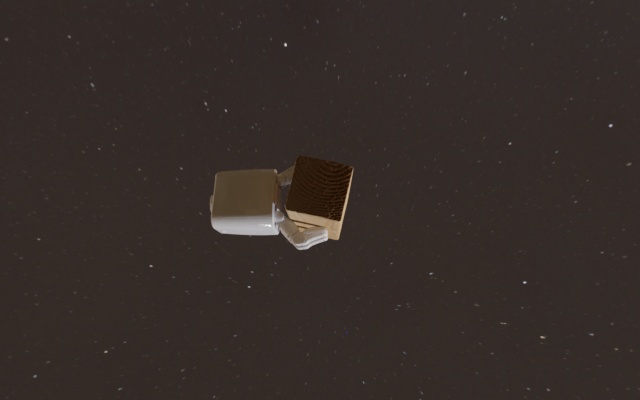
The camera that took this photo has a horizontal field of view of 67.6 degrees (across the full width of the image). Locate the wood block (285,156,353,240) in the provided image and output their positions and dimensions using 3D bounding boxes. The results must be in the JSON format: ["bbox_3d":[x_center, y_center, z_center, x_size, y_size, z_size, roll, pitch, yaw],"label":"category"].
[{"bbox_3d":[0.000,0.002,0.821,0.090,0.091,0.206,12,-11,3],"label":"wood block"}]
